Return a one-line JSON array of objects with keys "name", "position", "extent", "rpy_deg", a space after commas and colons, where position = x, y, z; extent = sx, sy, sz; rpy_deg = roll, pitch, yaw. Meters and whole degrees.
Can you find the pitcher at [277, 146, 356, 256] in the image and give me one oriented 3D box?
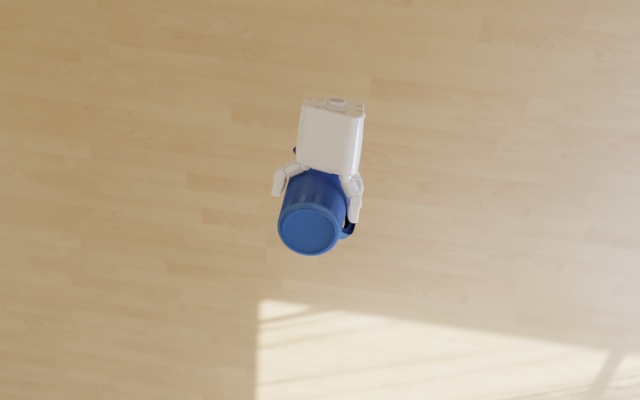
[{"name": "pitcher", "position": [0.000, 0.003, 0.897], "extent": [0.149, 0.145, 0.242], "rpy_deg": [9, 29, 2]}]
